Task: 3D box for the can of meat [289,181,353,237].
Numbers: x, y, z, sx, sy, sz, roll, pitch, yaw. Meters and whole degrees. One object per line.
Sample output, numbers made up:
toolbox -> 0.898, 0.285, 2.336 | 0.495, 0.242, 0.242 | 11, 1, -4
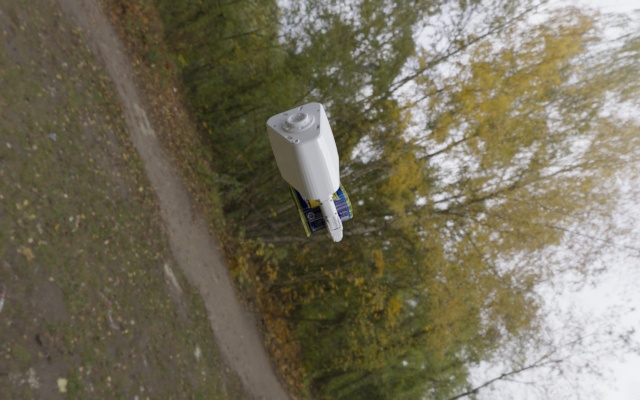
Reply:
can of meat -> 0.000, 0.003, 0.809 | 0.084, 0.057, 0.102 | -21, 38, -4
